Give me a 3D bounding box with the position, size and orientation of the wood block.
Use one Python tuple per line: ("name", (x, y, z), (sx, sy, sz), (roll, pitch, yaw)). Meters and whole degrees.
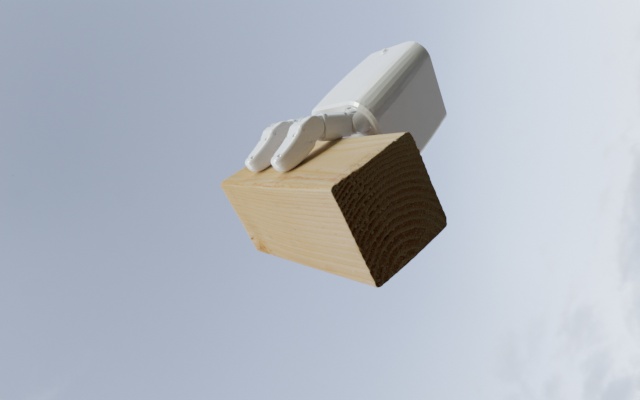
("wood block", (0.000, 0.001, 0.446), (0.090, 0.091, 0.206), (-37, 21, -26))
